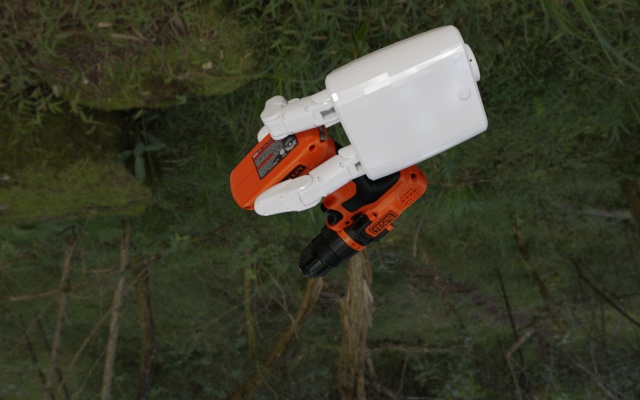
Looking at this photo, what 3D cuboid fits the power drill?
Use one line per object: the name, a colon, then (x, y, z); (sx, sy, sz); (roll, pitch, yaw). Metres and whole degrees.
power drill: (0.000, 0.001, 0.501); (0.188, 0.184, 0.057); (28, 24, -45)
